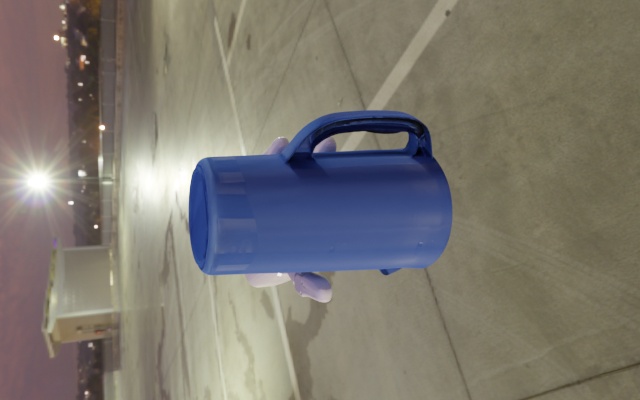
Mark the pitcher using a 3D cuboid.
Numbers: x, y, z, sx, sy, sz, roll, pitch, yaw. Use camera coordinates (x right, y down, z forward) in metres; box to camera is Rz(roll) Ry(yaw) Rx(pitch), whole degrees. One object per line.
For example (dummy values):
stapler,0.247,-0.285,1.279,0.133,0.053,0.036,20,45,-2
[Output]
pitcher,0.000,0.002,0.476,0.243,0.149,0.145,-1,-16,-25
